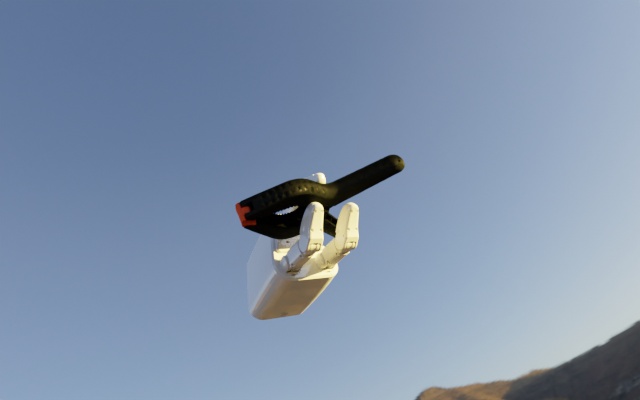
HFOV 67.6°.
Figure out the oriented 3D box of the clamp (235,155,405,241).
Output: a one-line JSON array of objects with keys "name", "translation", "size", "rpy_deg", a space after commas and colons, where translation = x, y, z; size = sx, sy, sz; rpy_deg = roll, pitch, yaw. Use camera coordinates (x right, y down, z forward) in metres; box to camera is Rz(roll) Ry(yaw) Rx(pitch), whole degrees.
[{"name": "clamp", "translation": [-0.001, 0.002, 0.596], "size": [0.210, 0.036, 0.165], "rpy_deg": [1, -44, -36]}]
